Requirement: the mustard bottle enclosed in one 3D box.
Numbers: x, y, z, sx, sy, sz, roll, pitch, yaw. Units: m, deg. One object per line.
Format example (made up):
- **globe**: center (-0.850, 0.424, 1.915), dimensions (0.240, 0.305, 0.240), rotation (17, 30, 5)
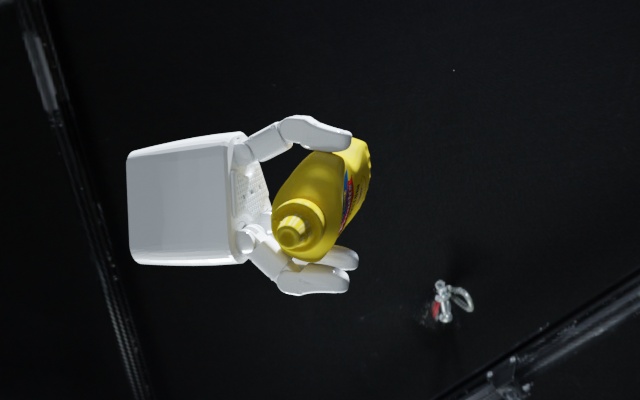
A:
- **mustard bottle**: center (0.000, 0.001, 0.425), dimensions (0.058, 0.096, 0.191), rotation (19, 19, 10)
